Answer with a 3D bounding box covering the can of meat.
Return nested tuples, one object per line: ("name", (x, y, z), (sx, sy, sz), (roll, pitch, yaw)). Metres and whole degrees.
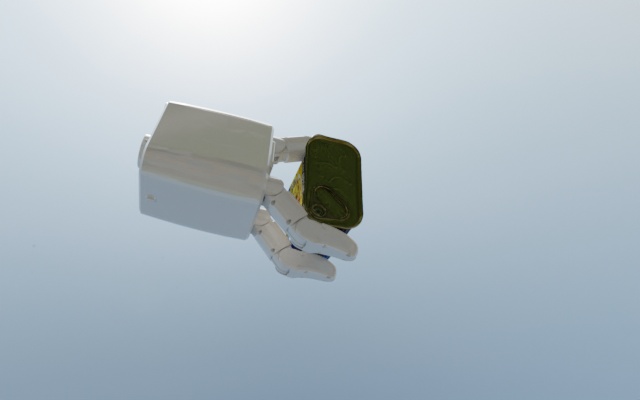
("can of meat", (0.000, 0.002, 0.479), (0.057, 0.102, 0.084), (11, -35, -15))
